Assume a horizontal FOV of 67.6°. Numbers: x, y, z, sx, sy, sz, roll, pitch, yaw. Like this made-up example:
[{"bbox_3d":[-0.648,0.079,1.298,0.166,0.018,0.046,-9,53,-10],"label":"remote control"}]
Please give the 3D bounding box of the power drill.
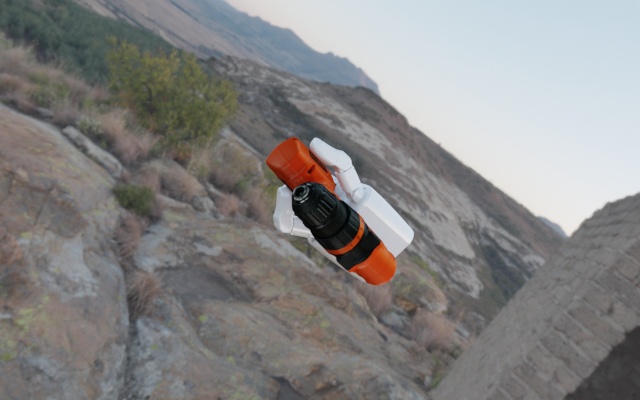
[{"bbox_3d":[0.000,0.002,0.561,0.184,0.057,0.187,47,6,-43],"label":"power drill"}]
